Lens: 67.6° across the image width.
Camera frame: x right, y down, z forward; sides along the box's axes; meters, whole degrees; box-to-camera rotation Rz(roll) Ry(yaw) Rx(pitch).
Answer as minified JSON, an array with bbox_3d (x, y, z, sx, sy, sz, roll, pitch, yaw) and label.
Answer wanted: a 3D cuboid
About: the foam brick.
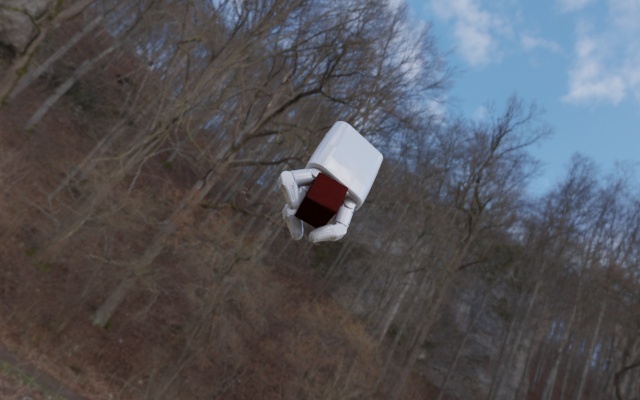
[{"bbox_3d":[0.000,0.002,0.740,0.053,0.051,0.078,30,-29,-4],"label":"foam brick"}]
